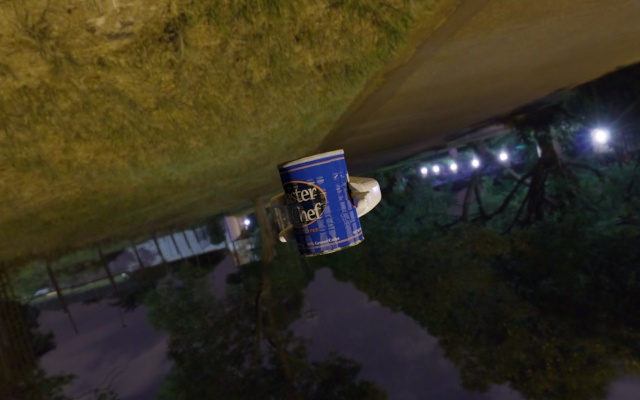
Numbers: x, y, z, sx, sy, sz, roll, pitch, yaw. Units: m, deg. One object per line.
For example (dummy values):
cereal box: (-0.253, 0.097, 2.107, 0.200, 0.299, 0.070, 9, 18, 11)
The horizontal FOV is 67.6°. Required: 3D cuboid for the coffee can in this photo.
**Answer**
coffee can: (0.000, 0.002, 0.722, 0.103, 0.140, 0.103, -14, 3, 1)
